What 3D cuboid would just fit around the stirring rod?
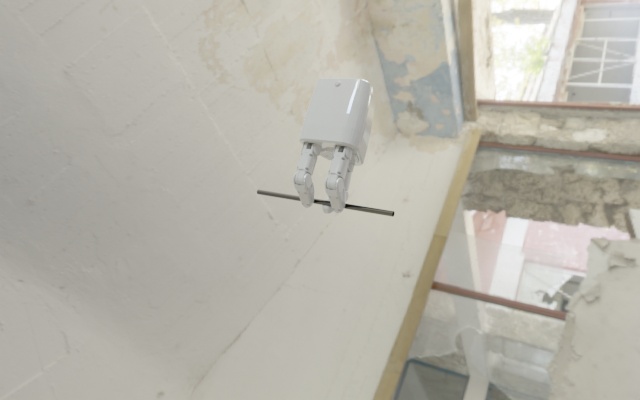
[{"bbox_3d":[0.000,0.002,0.739,0.239,0.011,0.011,9,4,29],"label":"stirring rod"}]
